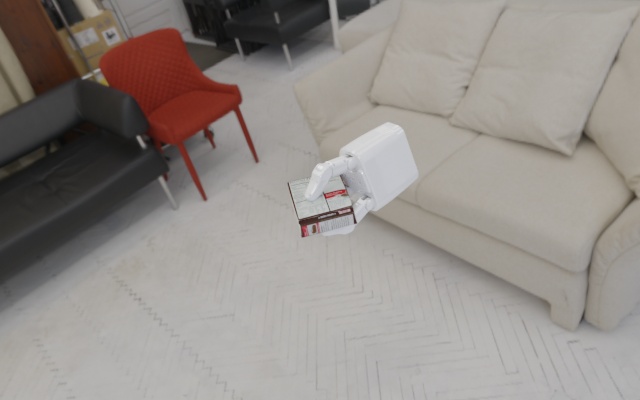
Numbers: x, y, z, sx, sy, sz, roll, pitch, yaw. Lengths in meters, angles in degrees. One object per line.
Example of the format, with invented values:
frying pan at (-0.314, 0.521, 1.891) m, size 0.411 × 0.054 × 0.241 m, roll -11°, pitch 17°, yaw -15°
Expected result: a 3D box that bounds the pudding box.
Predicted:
pudding box at (0.000, 0.002, 0.761) m, size 0.090 × 0.039 × 0.113 m, roll -15°, pitch 35°, yaw -3°
